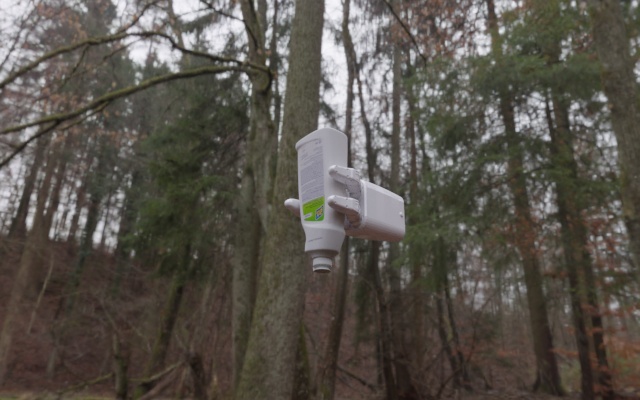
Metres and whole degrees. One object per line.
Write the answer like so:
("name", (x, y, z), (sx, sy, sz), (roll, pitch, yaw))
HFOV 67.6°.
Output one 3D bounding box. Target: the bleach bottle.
("bleach bottle", (0.000, 0.003, 0.833), (0.068, 0.250, 0.102), (19, -28, -35))
